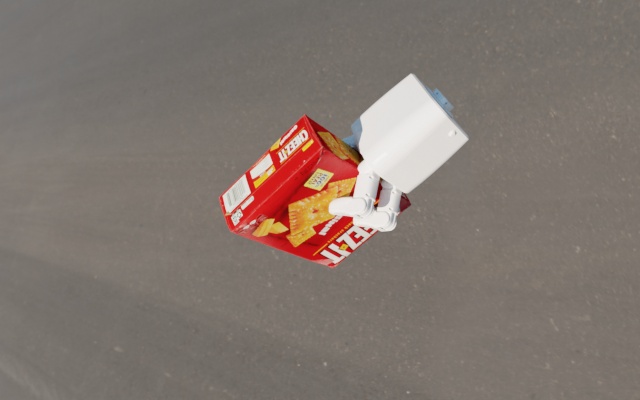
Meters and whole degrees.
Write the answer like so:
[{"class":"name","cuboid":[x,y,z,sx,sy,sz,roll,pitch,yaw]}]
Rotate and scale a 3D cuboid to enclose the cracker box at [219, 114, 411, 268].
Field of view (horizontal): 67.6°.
[{"class":"cracker box","cuboid":[0.000,0.002,0.648,0.164,0.072,0.214,-41,-40,20]}]
